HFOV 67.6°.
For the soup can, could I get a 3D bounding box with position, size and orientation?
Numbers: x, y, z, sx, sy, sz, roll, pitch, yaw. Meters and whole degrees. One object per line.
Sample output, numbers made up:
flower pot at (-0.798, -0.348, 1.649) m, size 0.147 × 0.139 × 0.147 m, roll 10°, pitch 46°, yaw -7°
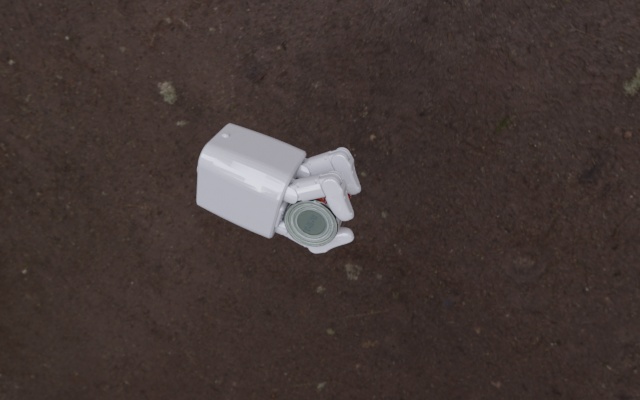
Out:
soup can at (0.000, 0.002, 0.599) m, size 0.068 × 0.068 × 0.102 m, roll 0°, pitch 31°, yaw 16°
